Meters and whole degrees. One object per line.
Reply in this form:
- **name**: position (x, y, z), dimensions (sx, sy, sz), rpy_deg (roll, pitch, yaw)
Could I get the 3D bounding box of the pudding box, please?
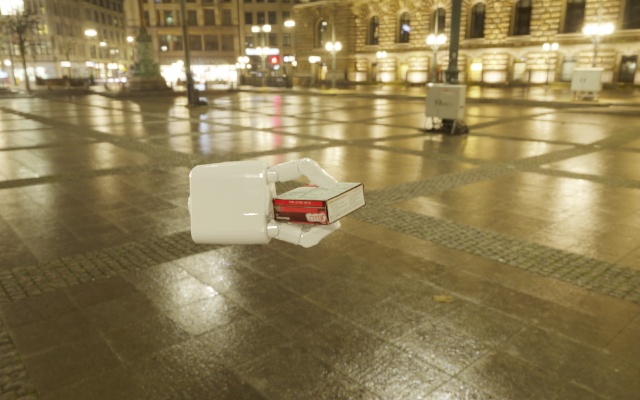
- **pudding box**: position (0.000, 0.002, 0.676), dimensions (0.090, 0.039, 0.113), rpy_deg (4, 17, 32)
